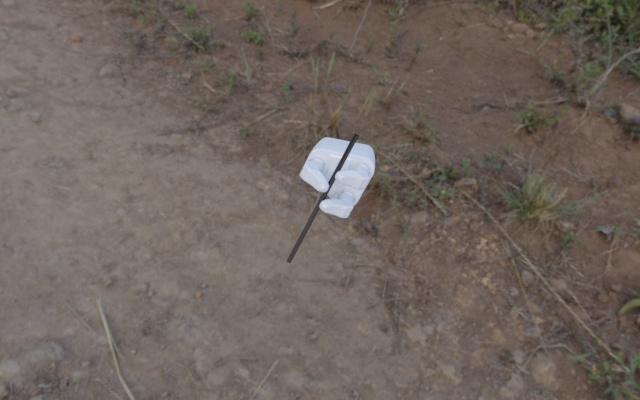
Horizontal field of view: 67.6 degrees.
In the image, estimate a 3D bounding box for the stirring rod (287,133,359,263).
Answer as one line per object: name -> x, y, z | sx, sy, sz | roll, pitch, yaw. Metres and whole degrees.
stirring rod -> 0.000, 0.002, 0.743 | 0.011, 0.240, 0.011 | 24, 22, -10
